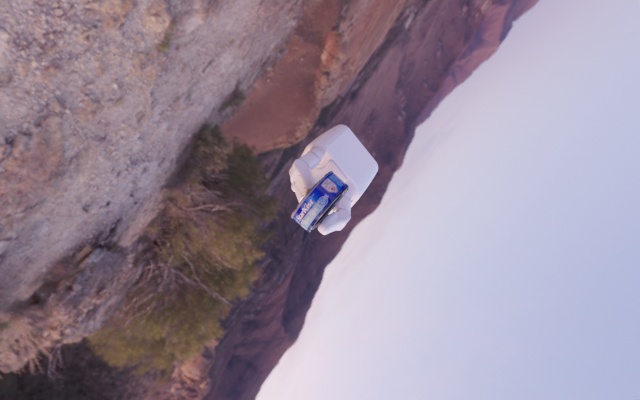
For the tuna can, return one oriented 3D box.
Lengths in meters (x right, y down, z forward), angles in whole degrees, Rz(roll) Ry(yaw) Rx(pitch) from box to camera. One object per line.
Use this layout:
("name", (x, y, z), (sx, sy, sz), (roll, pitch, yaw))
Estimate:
("tuna can", (0.001, 0.003, 0.656), (0.034, 0.086, 0.086), (41, 5, 6))
